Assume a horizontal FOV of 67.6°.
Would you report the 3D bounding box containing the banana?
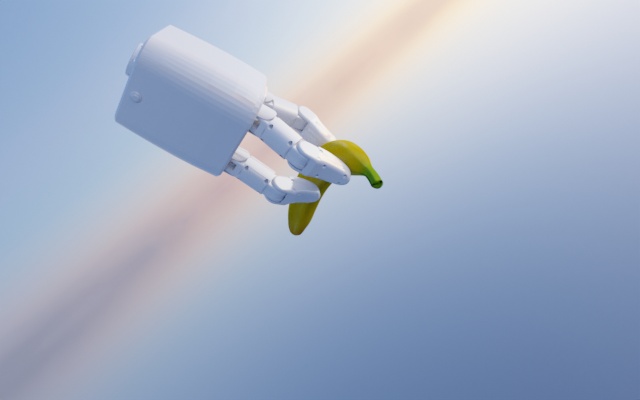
[{"bbox_3d":[0.000,-0.017,0.513,0.037,0.069,0.198,4,-19,-23],"label":"banana"}]
